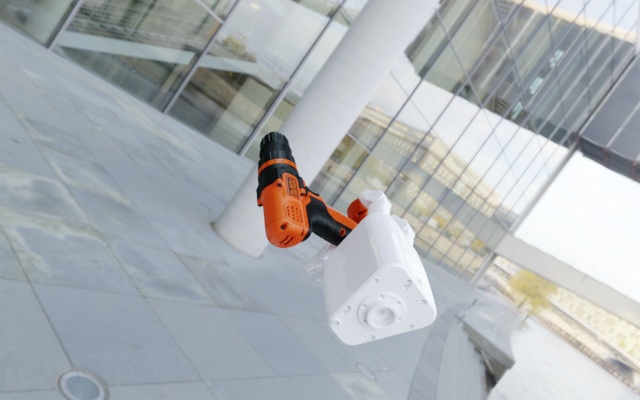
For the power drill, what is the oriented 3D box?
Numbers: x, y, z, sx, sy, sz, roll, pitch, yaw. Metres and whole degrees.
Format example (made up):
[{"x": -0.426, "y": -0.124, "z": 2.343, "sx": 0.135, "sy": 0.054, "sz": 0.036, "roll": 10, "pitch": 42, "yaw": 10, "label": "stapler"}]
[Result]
[{"x": 0.001, "y": 0.002, "z": 0.635, "sx": 0.188, "sy": 0.184, "sz": 0.057, "roll": 22, "pitch": -50, "yaw": -31, "label": "power drill"}]
